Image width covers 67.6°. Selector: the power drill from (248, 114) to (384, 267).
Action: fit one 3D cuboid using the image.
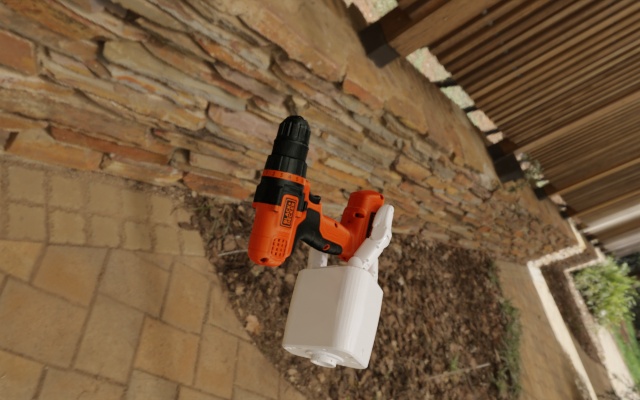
[{"bbox_3d":[0.000,0.002,0.616,0.188,0.184,0.057,17,-5,-40],"label":"power drill"}]
